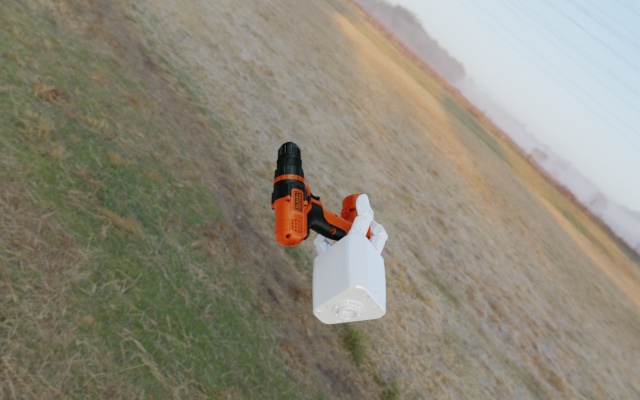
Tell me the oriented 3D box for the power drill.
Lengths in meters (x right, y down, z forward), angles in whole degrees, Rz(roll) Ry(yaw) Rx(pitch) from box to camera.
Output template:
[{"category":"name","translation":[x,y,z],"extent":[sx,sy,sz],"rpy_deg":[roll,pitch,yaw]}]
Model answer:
[{"category":"power drill","translation":[0.001,0.003,0.823],"extent":[0.188,0.184,0.057],"rpy_deg":[17,-29,-34]}]
